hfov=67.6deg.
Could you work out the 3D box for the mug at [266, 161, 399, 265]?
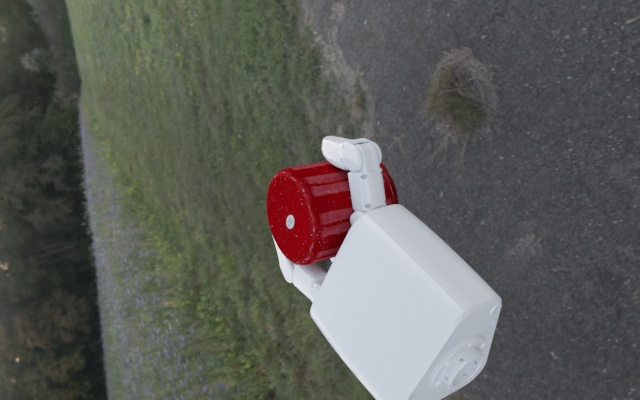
[{"bbox_3d":[-0.001,0.001,0.419,0.081,0.093,0.117,-12,38,-32],"label":"mug"}]
